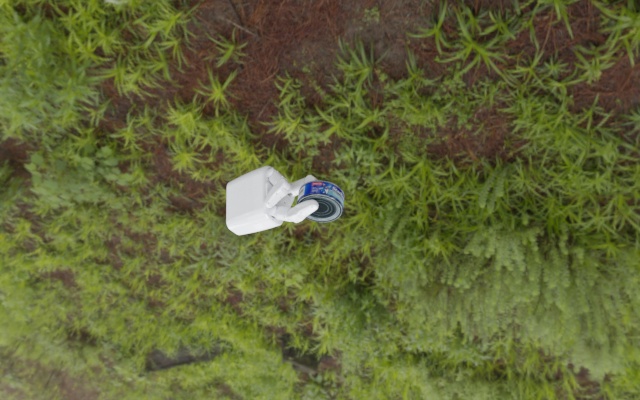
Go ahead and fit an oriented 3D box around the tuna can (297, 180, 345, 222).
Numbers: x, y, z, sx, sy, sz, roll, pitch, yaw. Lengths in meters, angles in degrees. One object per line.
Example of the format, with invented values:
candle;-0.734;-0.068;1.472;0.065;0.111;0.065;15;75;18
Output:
tuna can;0.000;0.003;0.873;0.086;0.033;0.086;5;-38;4
